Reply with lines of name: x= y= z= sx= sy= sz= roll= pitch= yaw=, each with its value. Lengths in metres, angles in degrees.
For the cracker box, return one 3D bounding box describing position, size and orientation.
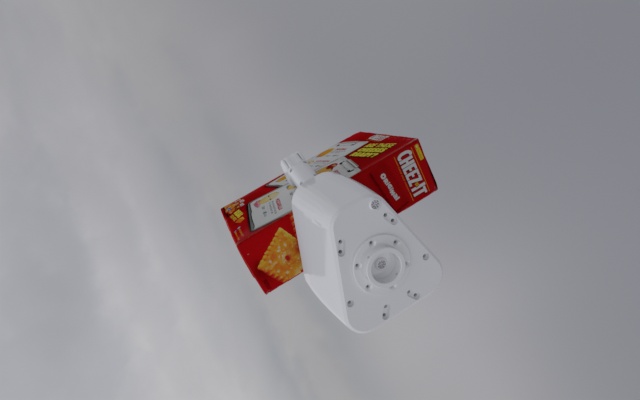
cracker box: x=0.000 y=0.002 z=0.552 sx=0.213 sy=0.072 sz=0.164 roll=-30 pitch=18 yaw=-10
